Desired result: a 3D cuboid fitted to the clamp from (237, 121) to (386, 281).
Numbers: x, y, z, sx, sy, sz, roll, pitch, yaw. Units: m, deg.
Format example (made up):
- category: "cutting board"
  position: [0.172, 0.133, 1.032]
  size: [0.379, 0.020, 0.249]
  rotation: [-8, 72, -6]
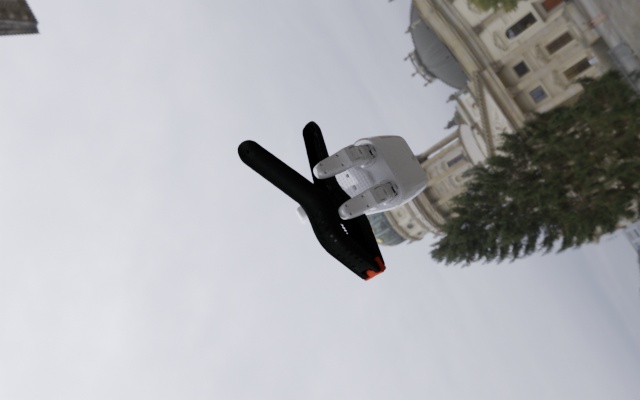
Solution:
- category: "clamp"
  position: [0.000, 0.003, 0.547]
  size: [0.036, 0.210, 0.164]
  rotation: [-35, -8, 32]
